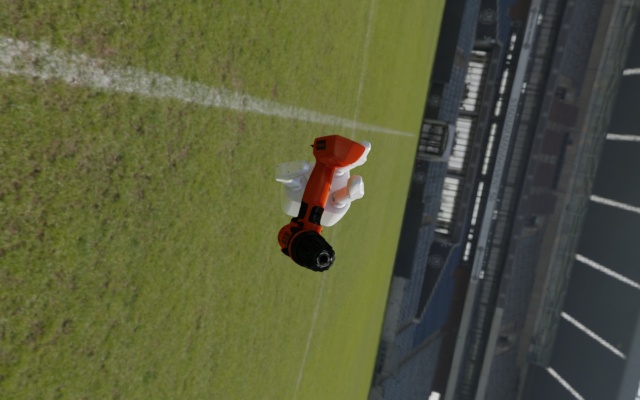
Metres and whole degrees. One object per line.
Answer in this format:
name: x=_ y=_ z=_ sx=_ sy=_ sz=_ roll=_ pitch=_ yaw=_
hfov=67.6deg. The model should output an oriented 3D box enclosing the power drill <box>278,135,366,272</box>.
power drill: x=0.000 y=0.002 z=0.680 sx=0.057 sy=0.187 sz=0.184 roll=22 pitch=-2 yaw=-20
